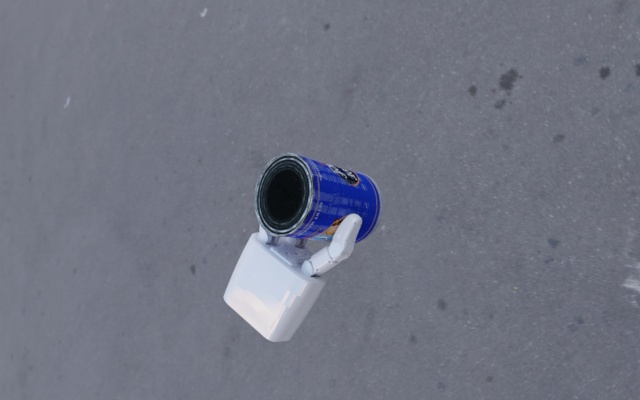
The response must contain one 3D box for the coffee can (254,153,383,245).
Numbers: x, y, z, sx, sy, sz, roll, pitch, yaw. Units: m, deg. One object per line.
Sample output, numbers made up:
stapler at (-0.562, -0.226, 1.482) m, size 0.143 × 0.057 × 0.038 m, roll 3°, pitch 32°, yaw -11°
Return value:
coffee can at (0.000, 0.002, 0.624) m, size 0.103 × 0.103 × 0.140 m, roll 0°, pitch -8°, yaw 42°
